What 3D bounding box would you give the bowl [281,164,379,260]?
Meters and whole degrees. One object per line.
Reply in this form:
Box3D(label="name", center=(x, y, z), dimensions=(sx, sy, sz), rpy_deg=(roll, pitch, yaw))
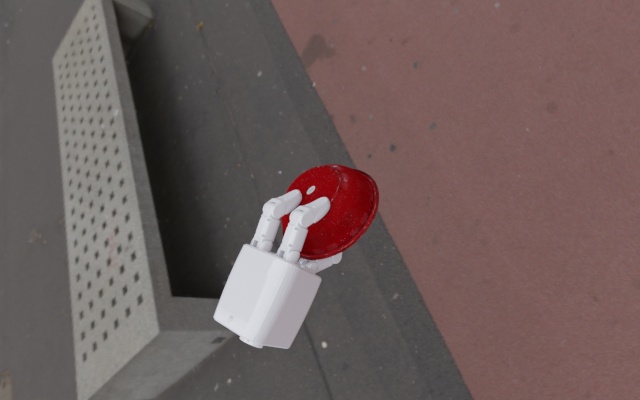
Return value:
Box3D(label="bowl", center=(0.000, 0.001, 0.685), dimensions=(0.162, 0.162, 0.055), rpy_deg=(0, -36, 37))
